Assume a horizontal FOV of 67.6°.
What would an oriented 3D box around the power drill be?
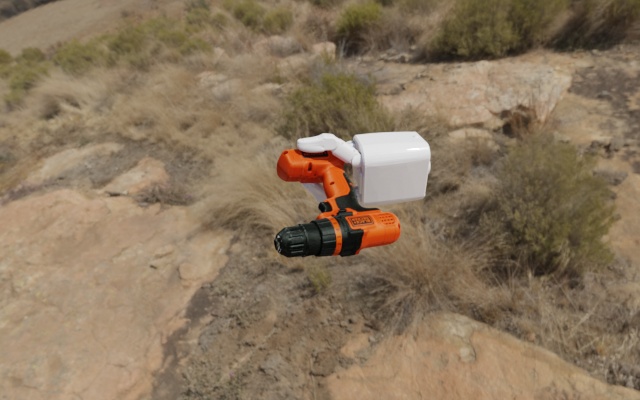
[{"bbox_3d":[0.000,0.002,0.688,0.184,0.057,0.187,-4,46,-27],"label":"power drill"}]
